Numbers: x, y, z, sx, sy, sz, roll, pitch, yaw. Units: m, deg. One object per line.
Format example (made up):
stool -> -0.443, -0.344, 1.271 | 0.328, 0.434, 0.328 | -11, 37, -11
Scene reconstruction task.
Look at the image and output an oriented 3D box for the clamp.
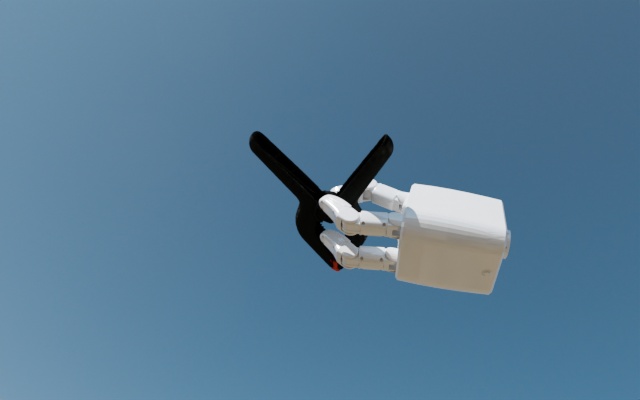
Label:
clamp -> 0.001, 0.002, 0.581 | 0.164, 0.210, 0.036 | 10, 42, 14
